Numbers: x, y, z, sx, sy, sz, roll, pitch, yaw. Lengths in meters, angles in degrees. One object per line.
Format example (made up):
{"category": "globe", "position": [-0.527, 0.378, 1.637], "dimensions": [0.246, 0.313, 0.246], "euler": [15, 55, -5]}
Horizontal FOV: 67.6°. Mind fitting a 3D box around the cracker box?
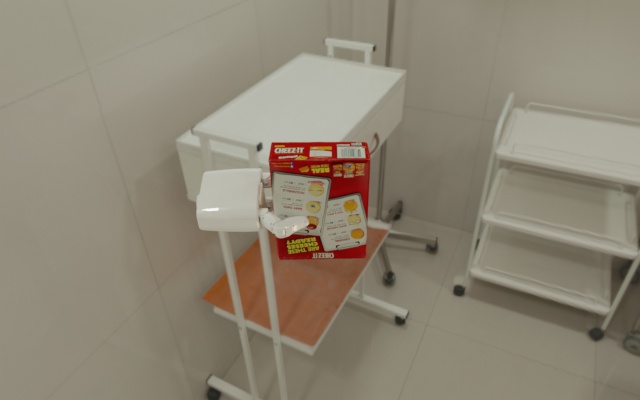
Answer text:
{"category": "cracker box", "position": [0.000, 0.003, 0.835], "dimensions": [0.164, 0.214, 0.072], "euler": [-1, 36, 1]}
